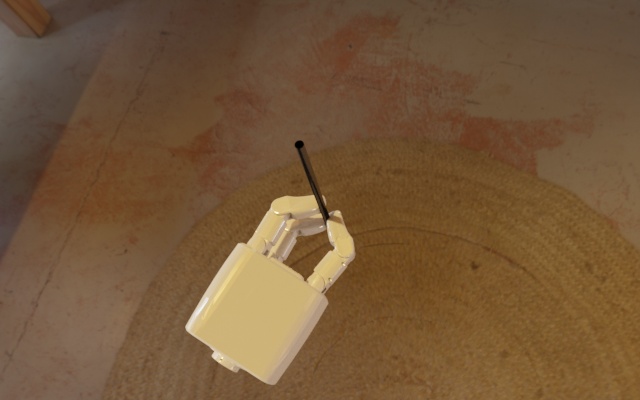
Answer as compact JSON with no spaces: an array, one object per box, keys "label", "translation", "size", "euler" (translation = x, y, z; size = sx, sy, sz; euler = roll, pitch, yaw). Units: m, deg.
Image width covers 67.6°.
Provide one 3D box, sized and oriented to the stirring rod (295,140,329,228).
[{"label":"stirring rod","translation":[0.000,0.002,0.506],"size":[0.011,0.011,0.240],"euler":[0,-24,9]}]
